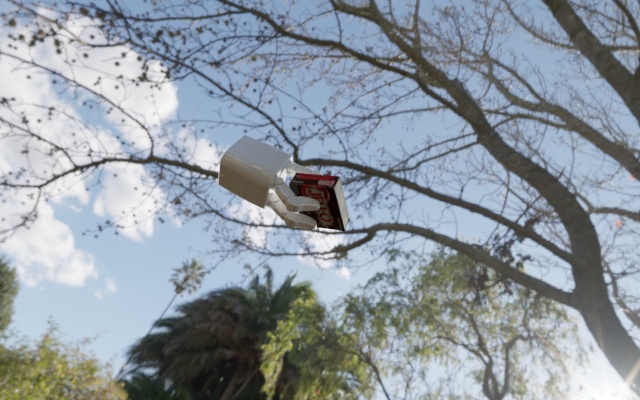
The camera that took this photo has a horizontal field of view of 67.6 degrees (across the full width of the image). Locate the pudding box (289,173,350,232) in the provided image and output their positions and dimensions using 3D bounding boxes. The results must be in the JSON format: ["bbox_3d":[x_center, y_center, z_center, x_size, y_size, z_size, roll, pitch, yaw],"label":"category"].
[{"bbox_3d":[0.000,0.003,0.886,0.090,0.114,0.039,7,47,25],"label":"pudding box"}]
